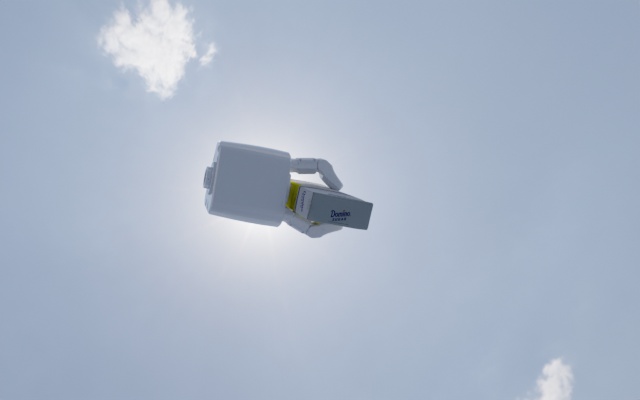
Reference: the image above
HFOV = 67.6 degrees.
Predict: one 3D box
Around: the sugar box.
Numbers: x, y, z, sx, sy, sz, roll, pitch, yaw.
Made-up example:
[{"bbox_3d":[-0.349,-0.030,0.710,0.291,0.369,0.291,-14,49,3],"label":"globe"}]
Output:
[{"bbox_3d":[0.000,0.003,0.724,0.093,0.048,0.176,10,8,-20],"label":"sugar box"}]
